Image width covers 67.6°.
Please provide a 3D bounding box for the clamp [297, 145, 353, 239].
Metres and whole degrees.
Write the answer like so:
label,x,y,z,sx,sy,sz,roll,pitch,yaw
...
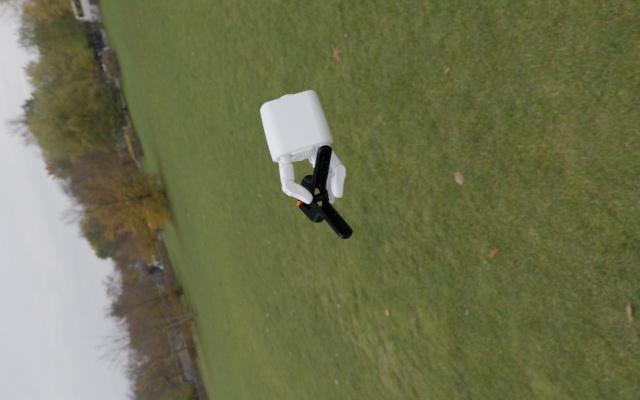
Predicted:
label,x,y,z,sx,sy,sz,roll,pitch,yaw
clamp,-0.001,0.003,0.897,0.036,0.164,0.210,-13,-8,-20
